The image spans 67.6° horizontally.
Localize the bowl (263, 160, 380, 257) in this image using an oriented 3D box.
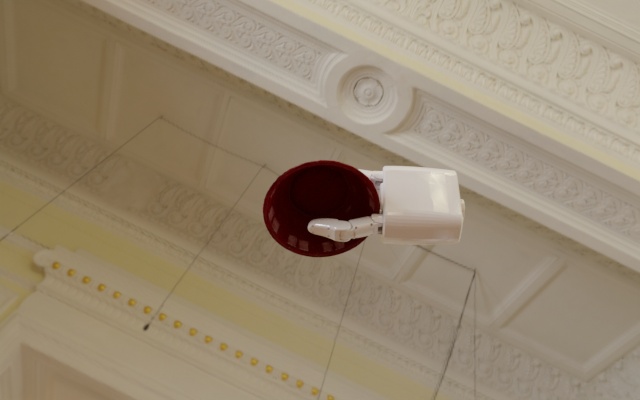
[{"bbox_3d":[-0.001,0.002,0.675,0.162,0.162,0.055,0,34,-5],"label":"bowl"}]
